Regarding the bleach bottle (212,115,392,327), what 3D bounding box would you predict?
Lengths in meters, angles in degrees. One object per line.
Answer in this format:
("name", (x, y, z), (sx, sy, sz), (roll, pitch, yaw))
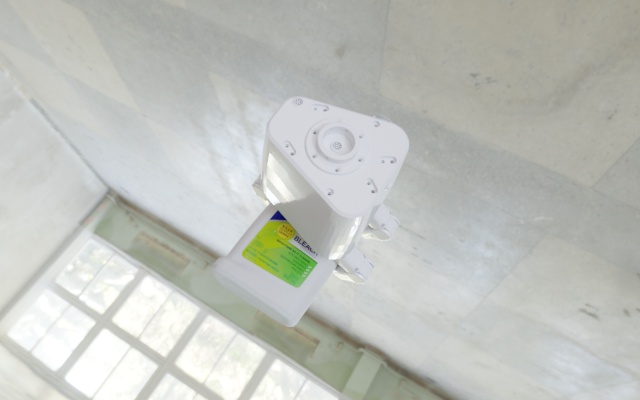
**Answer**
("bleach bottle", (0.000, 0.002, 0.509), (0.102, 0.250, 0.068), (32, -22, 6))
